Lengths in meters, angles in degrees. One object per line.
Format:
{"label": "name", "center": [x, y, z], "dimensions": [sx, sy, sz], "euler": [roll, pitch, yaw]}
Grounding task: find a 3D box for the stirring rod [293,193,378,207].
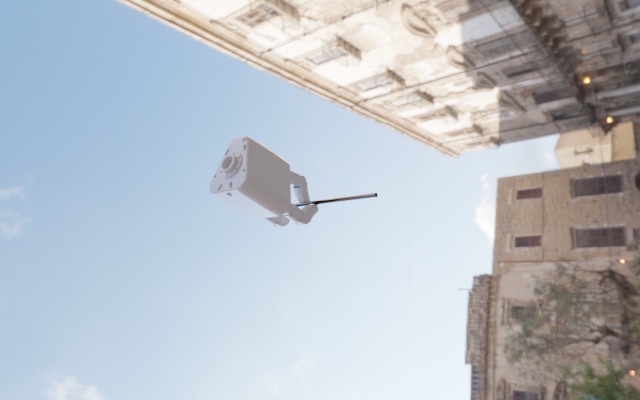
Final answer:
{"label": "stirring rod", "center": [0.000, 0.003, 0.879], "dimensions": [0.239, 0.011, 0.011], "euler": [-7, -5, 38]}
